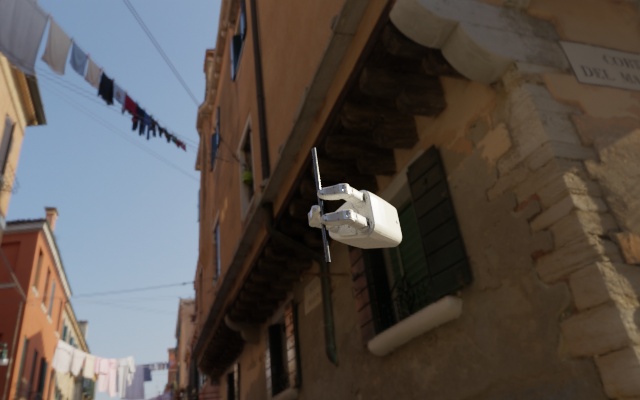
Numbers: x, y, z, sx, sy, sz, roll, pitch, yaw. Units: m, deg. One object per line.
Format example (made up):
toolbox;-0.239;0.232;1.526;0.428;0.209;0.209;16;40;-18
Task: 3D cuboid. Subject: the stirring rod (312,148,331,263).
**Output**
stirring rod;0.000;0.003;0.890;0.011;0.239;0.011;-6;-28;-3
